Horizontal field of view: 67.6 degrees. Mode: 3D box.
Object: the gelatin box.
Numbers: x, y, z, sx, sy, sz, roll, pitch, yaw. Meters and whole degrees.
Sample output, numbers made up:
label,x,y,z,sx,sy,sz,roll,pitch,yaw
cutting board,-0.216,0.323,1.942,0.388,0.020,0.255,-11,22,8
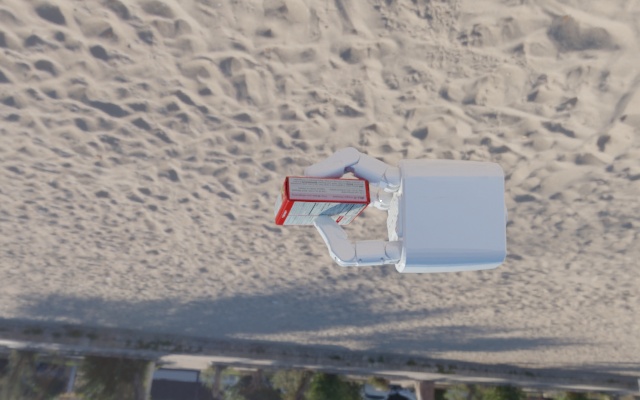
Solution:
label,x,y,z,sx,sy,sz,roll,pitch,yaw
gelatin box,0.000,0.002,0.509,0.089,0.030,0.073,1,-22,-15
